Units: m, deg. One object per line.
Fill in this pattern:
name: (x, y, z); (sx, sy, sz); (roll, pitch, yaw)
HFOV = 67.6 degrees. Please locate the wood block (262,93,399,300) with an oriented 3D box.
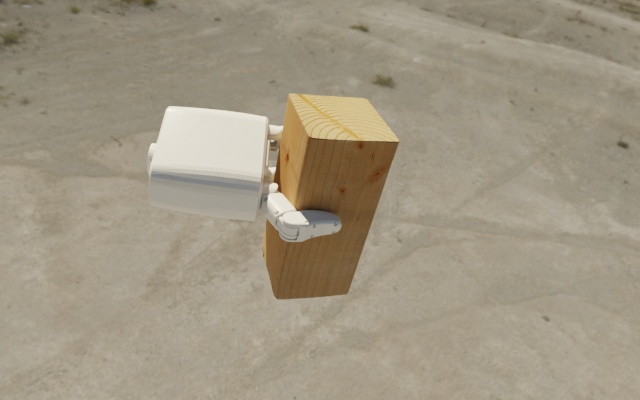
wood block: (0.000, 0.002, 0.515); (0.090, 0.206, 0.090); (0, 38, -19)
